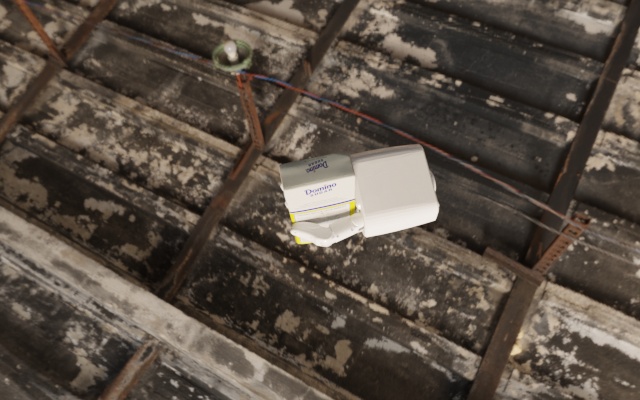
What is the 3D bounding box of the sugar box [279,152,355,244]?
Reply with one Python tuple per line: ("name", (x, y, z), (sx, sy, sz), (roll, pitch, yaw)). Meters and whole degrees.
("sugar box", (0.000, 0.002, 0.668), (0.093, 0.048, 0.176), (-11, -30, -3))
